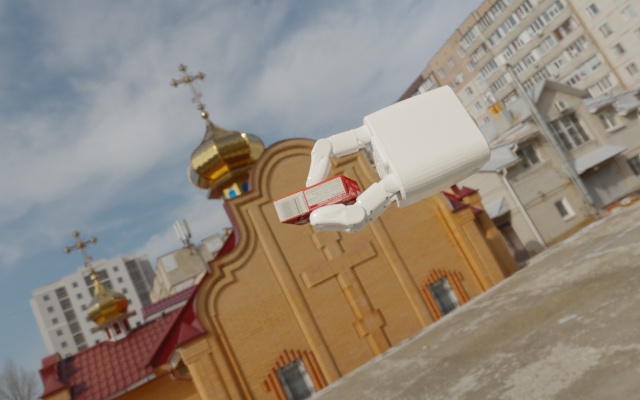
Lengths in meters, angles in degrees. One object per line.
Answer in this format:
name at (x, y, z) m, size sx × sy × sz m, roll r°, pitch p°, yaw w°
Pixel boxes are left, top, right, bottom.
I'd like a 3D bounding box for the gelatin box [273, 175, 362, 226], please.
gelatin box at (0.000, 0.002, 0.561) m, size 0.089 × 0.030 × 0.073 m, roll -21°, pitch -10°, yaw 14°
